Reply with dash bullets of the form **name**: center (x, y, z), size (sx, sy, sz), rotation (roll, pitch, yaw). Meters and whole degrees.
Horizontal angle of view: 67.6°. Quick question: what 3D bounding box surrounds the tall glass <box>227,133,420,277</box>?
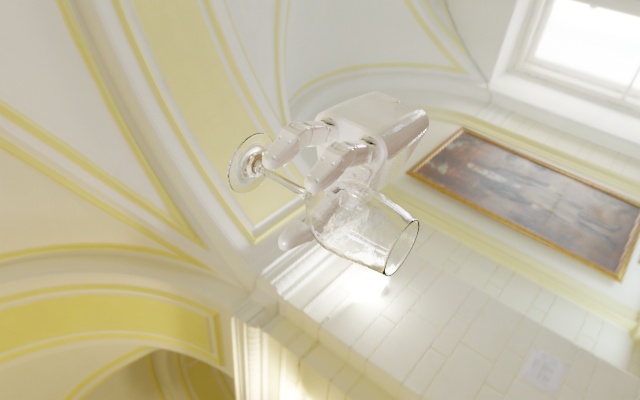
- **tall glass**: center (-0.001, 0.001, 0.495), size (0.201, 0.079, 0.079), rotation (30, 14, 27)
